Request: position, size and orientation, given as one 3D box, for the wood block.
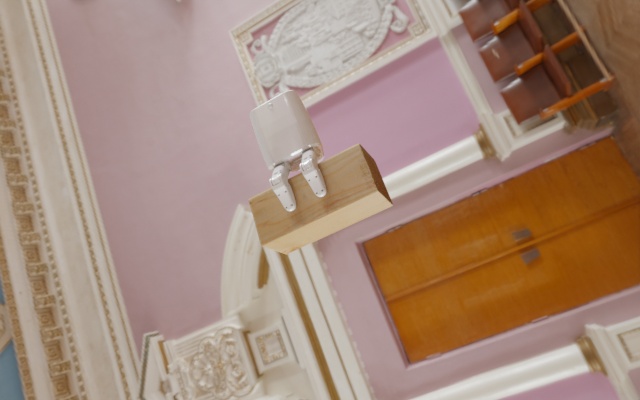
[{"bbox_3d":[0.000,0.002,0.783,0.206,0.090,0.091,-26,-23,16],"label":"wood block"}]
